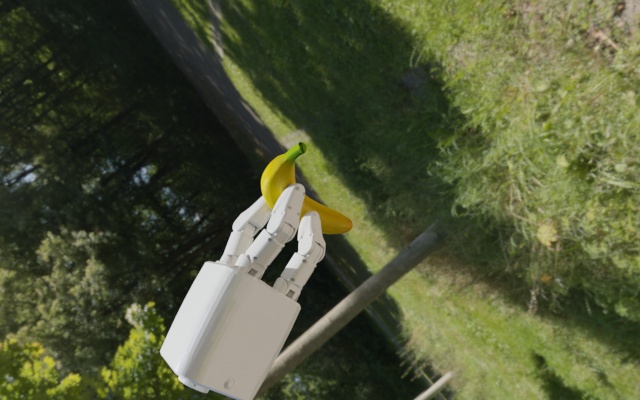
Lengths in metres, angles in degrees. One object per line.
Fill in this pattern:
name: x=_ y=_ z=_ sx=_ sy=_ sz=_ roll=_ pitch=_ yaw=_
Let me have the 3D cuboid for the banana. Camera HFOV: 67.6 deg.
banana: x=-0.019 y=0.003 z=0.538 sx=0.069 sy=0.037 sz=0.198 roll=-7 pitch=-26 yaw=16
